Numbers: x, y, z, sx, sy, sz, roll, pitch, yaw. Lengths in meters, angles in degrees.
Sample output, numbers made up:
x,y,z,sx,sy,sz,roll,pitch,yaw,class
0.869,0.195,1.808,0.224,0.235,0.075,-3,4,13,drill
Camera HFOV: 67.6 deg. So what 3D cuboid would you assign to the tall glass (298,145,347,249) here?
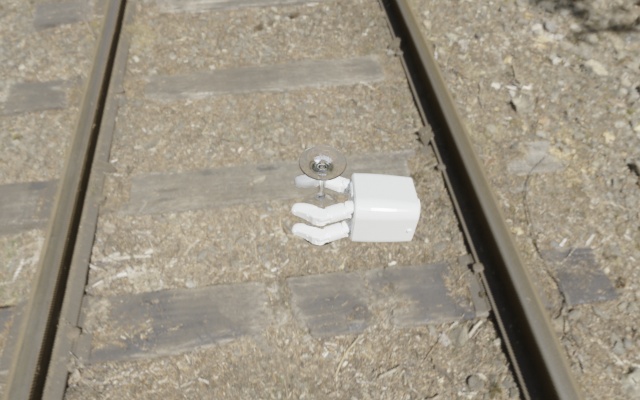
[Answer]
x,y,z,sx,sy,sz,roll,pitch,yaw,class
0.000,0.002,0.816,0.079,0.079,0.201,0,-38,-3,tall glass
